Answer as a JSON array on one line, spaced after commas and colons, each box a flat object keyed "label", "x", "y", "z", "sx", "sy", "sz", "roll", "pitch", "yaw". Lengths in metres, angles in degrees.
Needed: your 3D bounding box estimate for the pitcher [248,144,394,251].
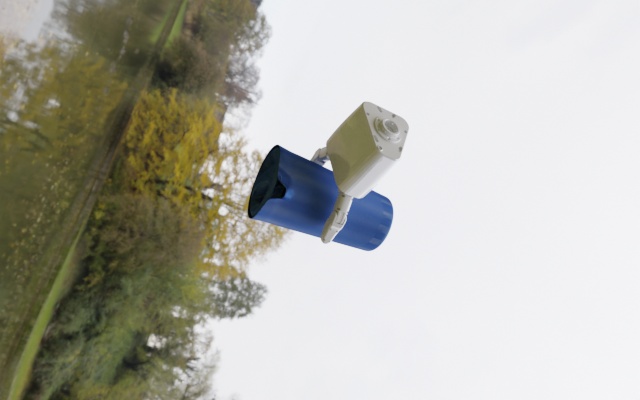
[{"label": "pitcher", "x": 0.000, "y": 0.003, "z": 0.853, "sx": 0.243, "sy": 0.149, "sz": 0.145, "roll": 21, "pitch": -43, "yaw": -21}]
